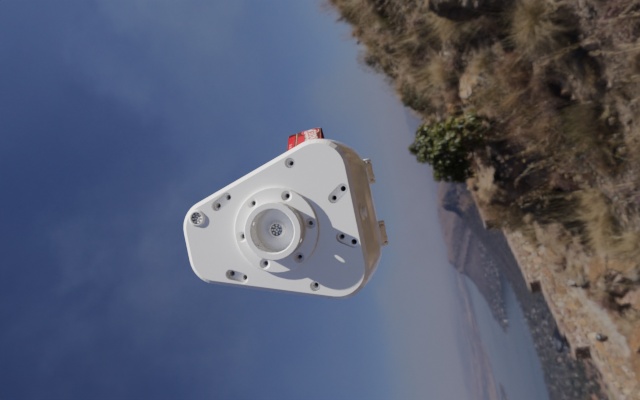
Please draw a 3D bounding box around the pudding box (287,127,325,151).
[{"bbox_3d":[0.000,0.001,0.437,0.039,0.113,0.090,-12,28,6],"label":"pudding box"}]
